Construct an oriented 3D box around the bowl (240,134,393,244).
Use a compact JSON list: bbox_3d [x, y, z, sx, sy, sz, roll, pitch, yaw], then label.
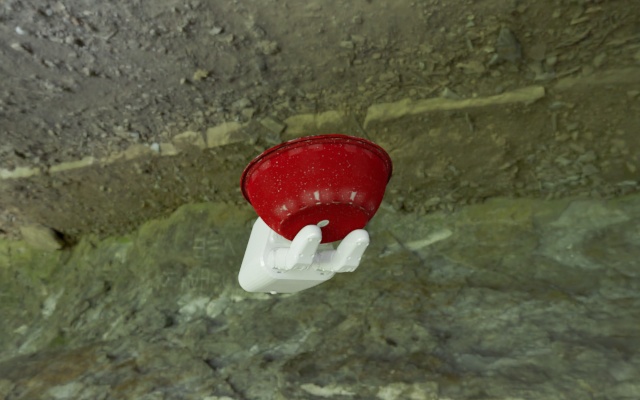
[{"bbox_3d":[0.000,0.001,0.491,0.162,0.055,0.162,-7,-29,-4],"label":"bowl"}]
